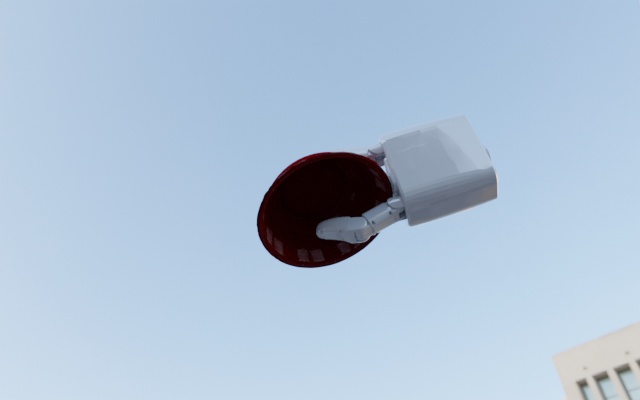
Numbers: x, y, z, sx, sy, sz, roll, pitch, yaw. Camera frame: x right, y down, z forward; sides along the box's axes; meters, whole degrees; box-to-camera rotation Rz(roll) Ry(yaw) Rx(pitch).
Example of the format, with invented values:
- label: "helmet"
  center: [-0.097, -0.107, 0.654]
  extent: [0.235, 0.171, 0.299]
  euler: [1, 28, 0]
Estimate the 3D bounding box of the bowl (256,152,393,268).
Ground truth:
- label: "bowl"
  center: [-0.001, 0.002, 0.559]
  extent: [0.162, 0.162, 0.055]
  euler: [0, 35, -22]
